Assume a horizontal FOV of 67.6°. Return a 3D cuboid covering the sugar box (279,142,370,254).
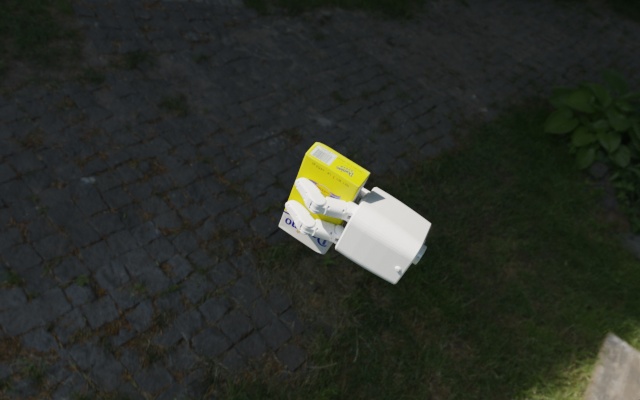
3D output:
[{"bbox_3d":[0.000,0.003,0.740,0.093,0.176,0.048,33,45,9],"label":"sugar box"}]
